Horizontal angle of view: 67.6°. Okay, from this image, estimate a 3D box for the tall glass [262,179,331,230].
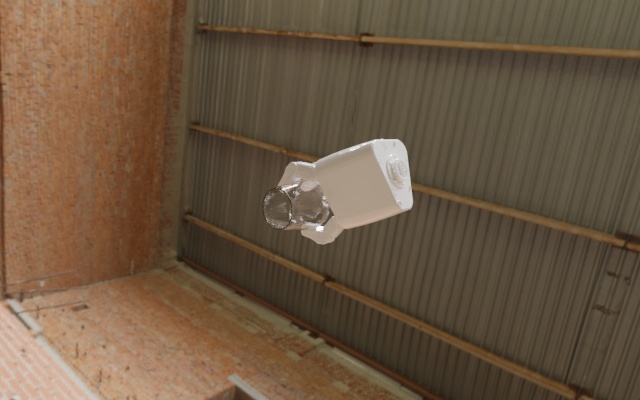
[{"bbox_3d":[0.000,0.003,0.765,0.079,0.079,0.201,0,6,40],"label":"tall glass"}]
